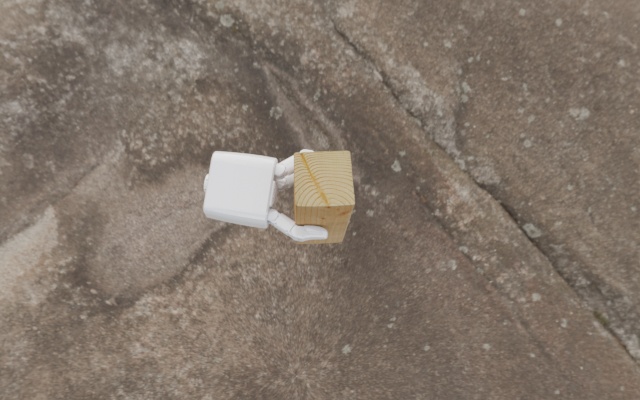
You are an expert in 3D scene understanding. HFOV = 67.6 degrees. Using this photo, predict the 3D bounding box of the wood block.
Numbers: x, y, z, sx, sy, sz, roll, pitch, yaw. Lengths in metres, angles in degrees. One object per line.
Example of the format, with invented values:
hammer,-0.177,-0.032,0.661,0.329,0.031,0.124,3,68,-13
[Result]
wood block,0.000,0.003,0.810,0.090,0.090,0.206,-2,-20,-3
